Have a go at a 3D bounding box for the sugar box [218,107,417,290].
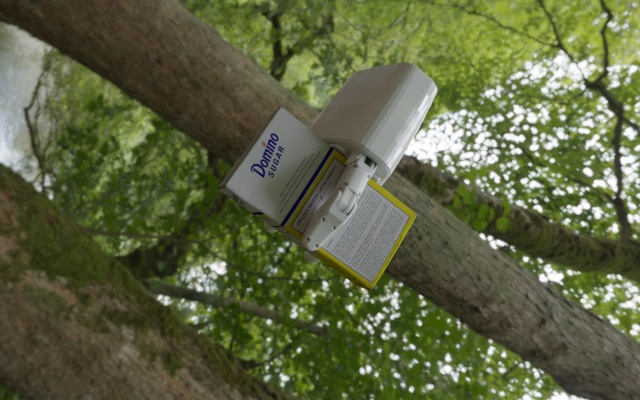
[{"bbox_3d":[0.000,0.001,0.465,0.176,0.093,0.048,37,-15,-14],"label":"sugar box"}]
